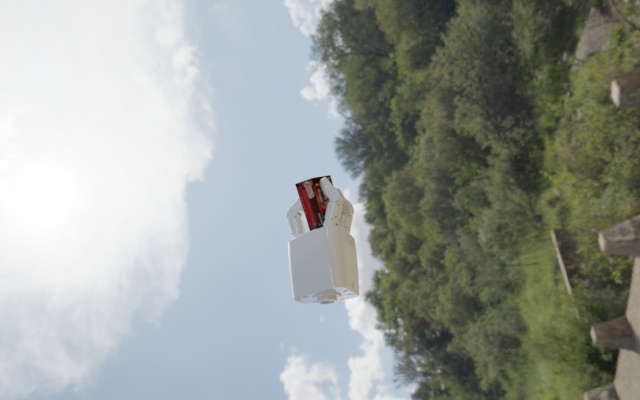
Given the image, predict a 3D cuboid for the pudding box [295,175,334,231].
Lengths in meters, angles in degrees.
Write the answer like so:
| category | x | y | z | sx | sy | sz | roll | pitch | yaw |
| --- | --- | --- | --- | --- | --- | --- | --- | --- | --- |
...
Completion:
| category | x | y | z | sx | sy | sz | roll | pitch | yaw |
| --- | --- | --- | --- | --- | --- | --- | --- | --- | --- |
| pudding box | 0.000 | 0.003 | 0.870 | 0.039 | 0.090 | 0.113 | -16 | 1 | 17 |
